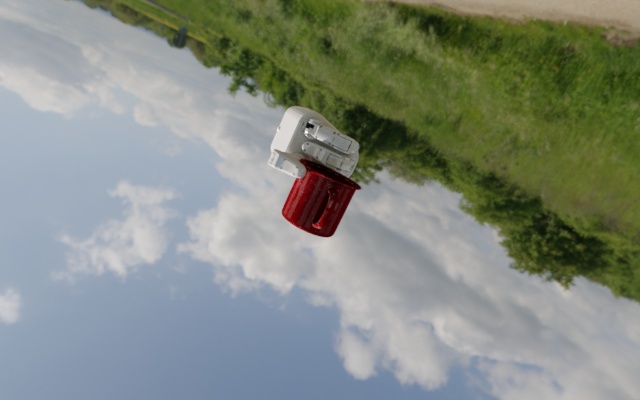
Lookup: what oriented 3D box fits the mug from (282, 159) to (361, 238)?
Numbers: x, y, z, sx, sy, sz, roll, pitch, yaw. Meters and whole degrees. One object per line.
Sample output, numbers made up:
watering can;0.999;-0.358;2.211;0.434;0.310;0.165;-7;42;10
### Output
mug;0.000;0.003;0.650;0.093;0.081;0.117;22;11;-19
